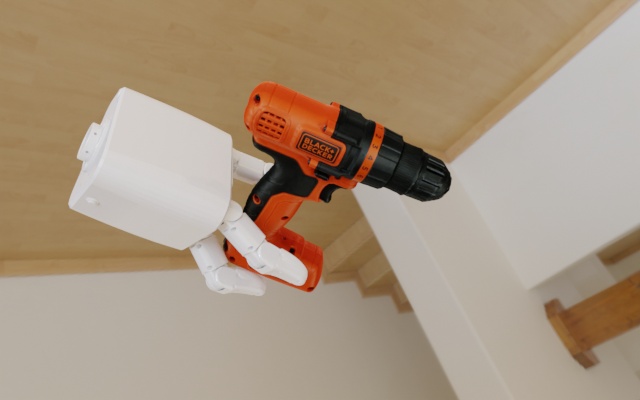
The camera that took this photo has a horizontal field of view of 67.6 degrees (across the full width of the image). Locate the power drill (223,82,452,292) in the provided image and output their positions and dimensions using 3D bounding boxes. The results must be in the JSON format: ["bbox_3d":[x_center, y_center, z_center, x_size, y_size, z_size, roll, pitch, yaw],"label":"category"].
[{"bbox_3d":[0.000,0.002,0.441,0.184,0.188,0.057,24,35,-7],"label":"power drill"}]
